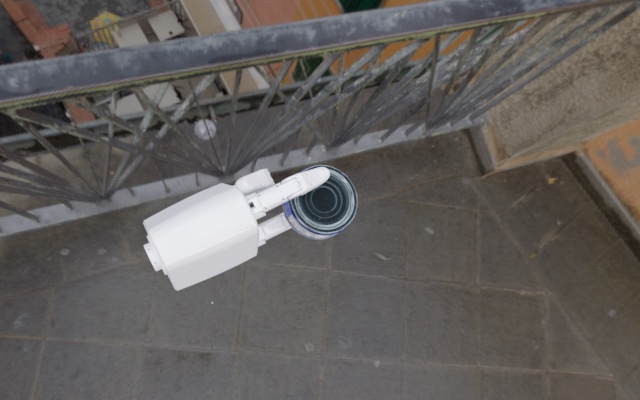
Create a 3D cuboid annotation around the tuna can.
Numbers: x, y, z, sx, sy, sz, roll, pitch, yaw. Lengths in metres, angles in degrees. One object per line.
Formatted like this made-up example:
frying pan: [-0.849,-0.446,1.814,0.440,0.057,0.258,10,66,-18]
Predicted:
tuna can: [0.000,0.002,0.567,0.086,0.086,0.034,0,-14,-18]
